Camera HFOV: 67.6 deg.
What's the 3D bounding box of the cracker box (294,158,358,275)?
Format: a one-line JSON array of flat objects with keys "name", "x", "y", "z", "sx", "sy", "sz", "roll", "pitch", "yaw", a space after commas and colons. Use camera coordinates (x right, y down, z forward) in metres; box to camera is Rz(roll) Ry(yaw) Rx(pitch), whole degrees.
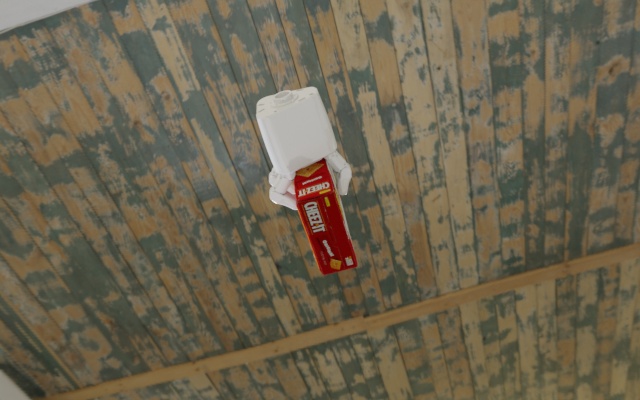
[{"name": "cracker box", "x": 0.000, "y": 0.003, "z": 0.863, "sx": 0.072, "sy": 0.164, "sz": 0.213, "roll": -17, "pitch": 32, "yaw": 4}]
